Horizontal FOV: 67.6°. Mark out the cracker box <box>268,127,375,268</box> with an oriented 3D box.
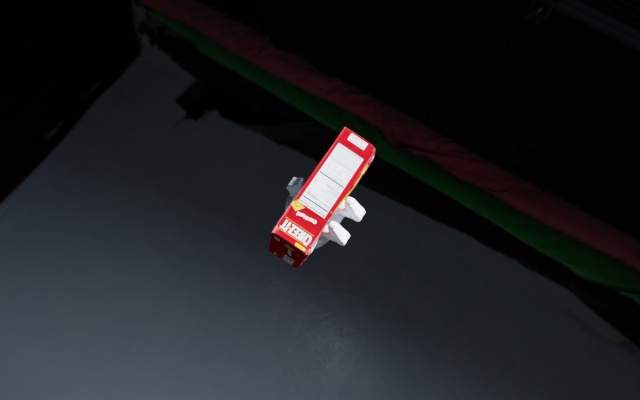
[{"bbox_3d":[0.000,0.002,0.814,0.072,0.213,0.164,33,-17,2],"label":"cracker box"}]
